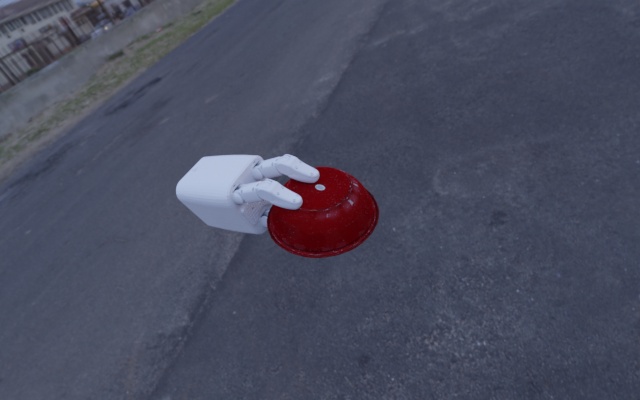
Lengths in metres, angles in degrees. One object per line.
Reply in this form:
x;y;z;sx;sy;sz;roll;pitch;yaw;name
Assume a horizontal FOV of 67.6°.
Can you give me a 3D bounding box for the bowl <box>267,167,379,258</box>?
0.001;0.002;0.667;0.162;0.055;0.162;-4;42;4;bowl
